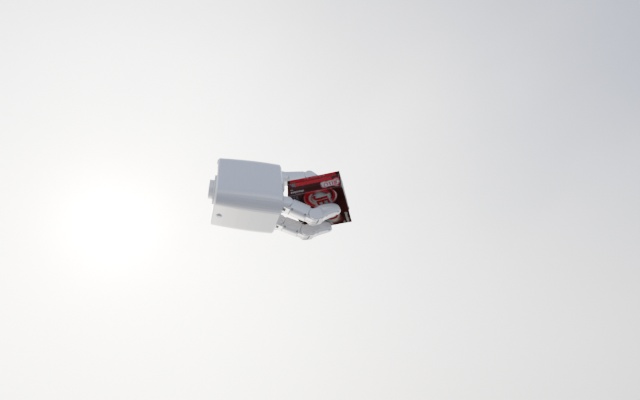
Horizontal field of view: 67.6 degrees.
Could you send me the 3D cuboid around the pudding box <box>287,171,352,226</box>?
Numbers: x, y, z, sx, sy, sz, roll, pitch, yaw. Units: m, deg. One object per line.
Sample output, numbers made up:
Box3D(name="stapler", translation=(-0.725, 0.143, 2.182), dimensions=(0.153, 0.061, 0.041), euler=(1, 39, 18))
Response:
Box3D(name="pudding box", translation=(0.000, 0.003, 0.808), dimensions=(0.090, 0.039, 0.114), euler=(-10, -33, 7))
